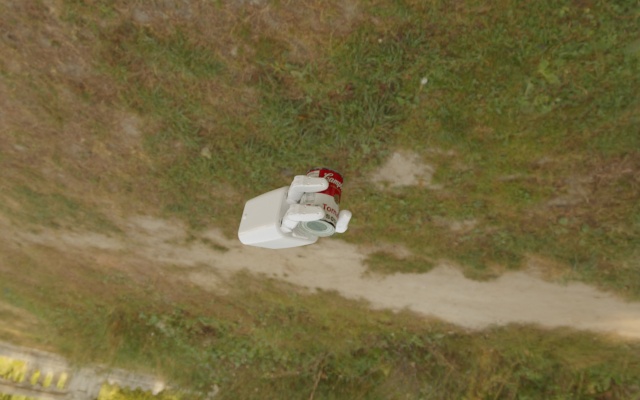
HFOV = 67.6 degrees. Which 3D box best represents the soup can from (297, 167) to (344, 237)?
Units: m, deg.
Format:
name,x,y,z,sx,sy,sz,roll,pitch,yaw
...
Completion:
name,x,y,z,sx,sy,sz,roll,pitch,yaw
soup can,0.001,0.003,0.826,0.068,0.102,0.068,8,-29,4
